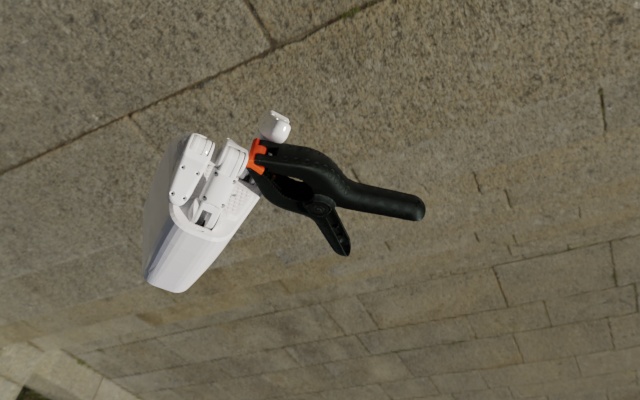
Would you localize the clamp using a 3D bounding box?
[{"bbox_3d":[0.000,0.002,0.459,0.171,0.039,0.120,27,-46,-18],"label":"clamp"}]
